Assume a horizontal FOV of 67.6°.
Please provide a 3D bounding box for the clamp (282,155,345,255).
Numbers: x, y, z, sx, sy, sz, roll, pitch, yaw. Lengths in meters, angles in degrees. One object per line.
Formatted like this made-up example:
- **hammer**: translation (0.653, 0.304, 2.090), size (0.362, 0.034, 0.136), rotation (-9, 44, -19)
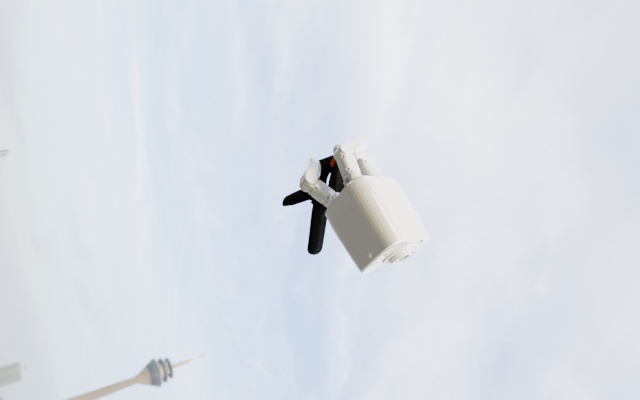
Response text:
- **clamp**: translation (0.001, 0.002, 0.750), size (0.039, 0.120, 0.171), rotation (-11, -28, -39)
